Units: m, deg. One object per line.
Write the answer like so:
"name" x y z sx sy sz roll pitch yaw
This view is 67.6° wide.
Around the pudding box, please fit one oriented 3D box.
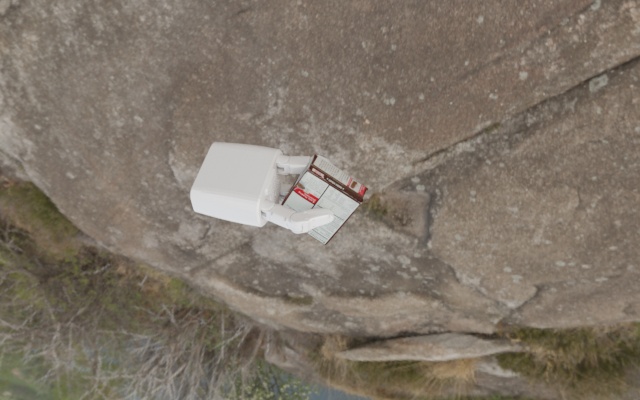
"pudding box" 0.000 0.002 0.676 0.090 0.039 0.113 32 -45 -6
